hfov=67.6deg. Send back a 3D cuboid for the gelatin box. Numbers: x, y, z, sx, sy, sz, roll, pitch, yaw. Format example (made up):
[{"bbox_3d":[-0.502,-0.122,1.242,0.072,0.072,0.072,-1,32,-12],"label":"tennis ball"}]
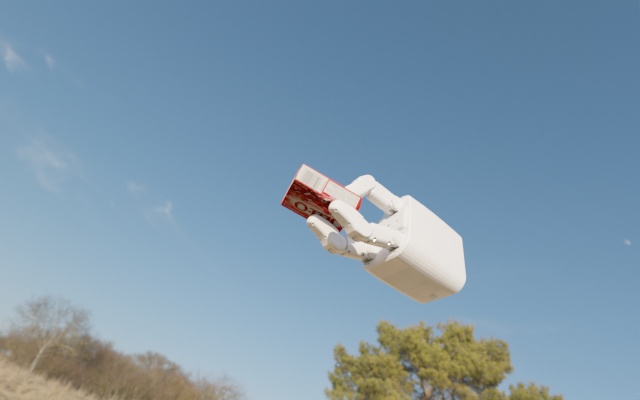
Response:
[{"bbox_3d":[0.000,0.001,0.616,0.089,0.030,0.073,30,-32,-3],"label":"gelatin box"}]
